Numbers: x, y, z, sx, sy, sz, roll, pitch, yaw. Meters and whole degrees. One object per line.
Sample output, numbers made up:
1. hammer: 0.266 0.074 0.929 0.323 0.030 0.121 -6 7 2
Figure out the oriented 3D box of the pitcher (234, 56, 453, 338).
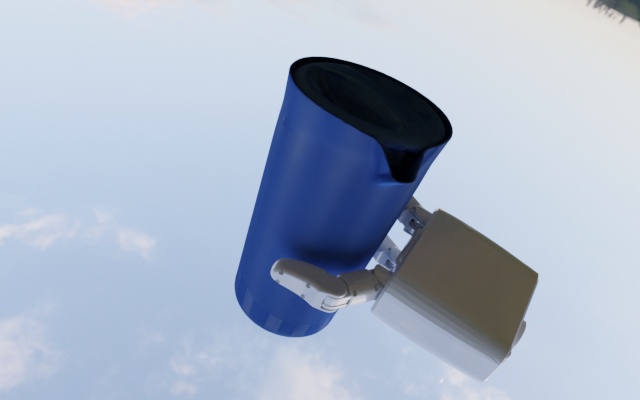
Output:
1. pitcher: 0.000 0.002 0.433 0.145 0.243 0.149 32 34 12
